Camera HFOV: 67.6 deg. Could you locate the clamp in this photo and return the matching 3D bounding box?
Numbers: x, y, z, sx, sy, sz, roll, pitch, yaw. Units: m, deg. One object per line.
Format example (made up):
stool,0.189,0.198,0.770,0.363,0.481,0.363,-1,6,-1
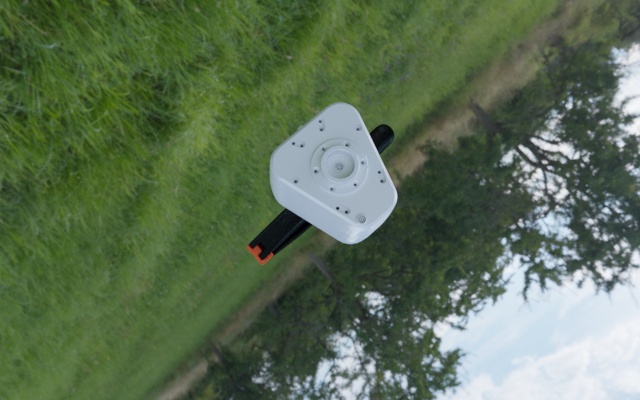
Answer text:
clamp,0.000,0.003,0.594,0.210,0.036,0.164,-41,-9,-9
